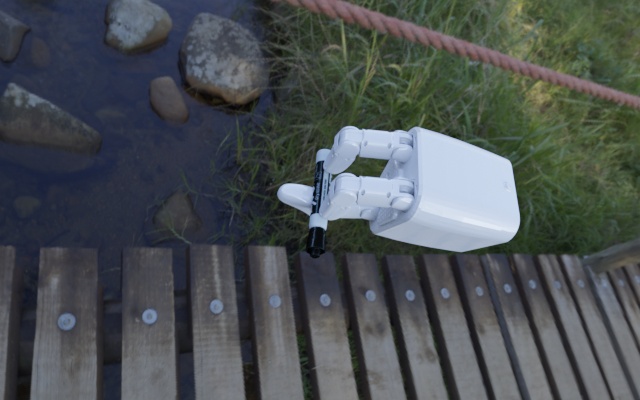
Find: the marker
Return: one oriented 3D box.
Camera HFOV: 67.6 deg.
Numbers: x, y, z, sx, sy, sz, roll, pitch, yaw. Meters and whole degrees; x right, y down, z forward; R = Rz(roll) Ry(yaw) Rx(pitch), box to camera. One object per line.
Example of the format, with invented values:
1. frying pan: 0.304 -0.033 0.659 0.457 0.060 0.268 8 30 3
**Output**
1. marker: 0.000 0.002 0.476 0.020 0.121 0.020 4 -32 3
